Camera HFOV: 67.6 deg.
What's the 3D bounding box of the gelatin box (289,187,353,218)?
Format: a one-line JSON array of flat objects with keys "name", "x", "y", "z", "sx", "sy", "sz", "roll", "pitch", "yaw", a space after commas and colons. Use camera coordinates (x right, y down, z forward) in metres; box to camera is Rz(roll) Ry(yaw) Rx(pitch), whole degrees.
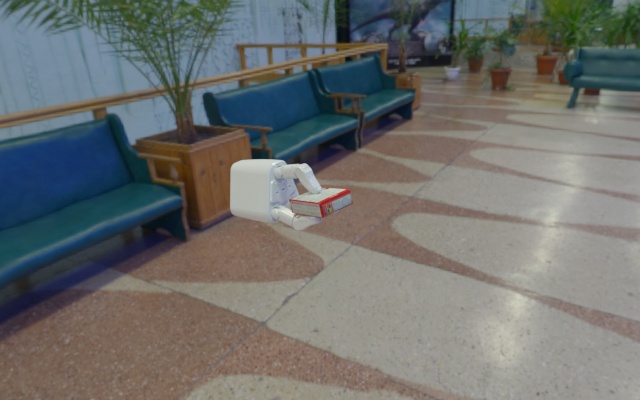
[{"name": "gelatin box", "x": 0.000, "y": 0.002, "z": 0.843, "sx": 0.073, "sy": 0.030, "sz": 0.089, "roll": -24, "pitch": 18, "yaw": -37}]
